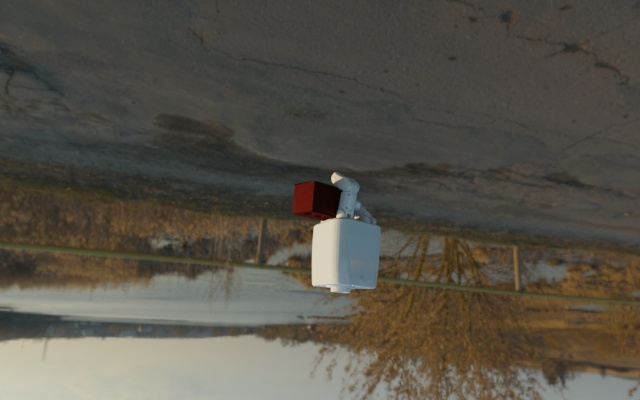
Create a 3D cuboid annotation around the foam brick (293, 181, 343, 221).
[{"bbox_3d":[0.000,0.002,0.795,0.078,0.051,0.053,15,-15,-39],"label":"foam brick"}]
